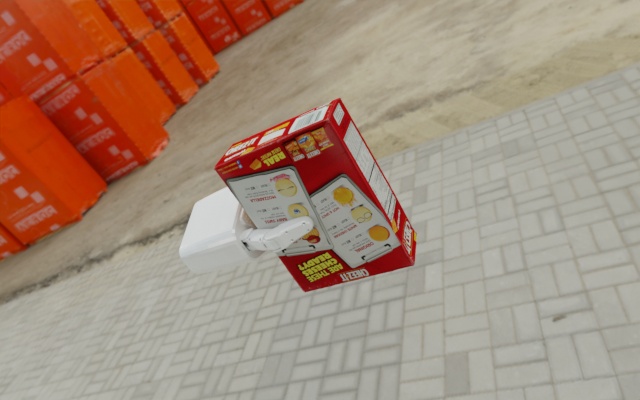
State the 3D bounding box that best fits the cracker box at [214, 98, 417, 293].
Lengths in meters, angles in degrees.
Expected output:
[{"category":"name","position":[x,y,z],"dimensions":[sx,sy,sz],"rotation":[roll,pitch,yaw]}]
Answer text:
[{"category":"cracker box","position":[0.000,0.002,0.588],"dimensions":[0.164,0.214,0.072],"rotation":[-19,28,28]}]
